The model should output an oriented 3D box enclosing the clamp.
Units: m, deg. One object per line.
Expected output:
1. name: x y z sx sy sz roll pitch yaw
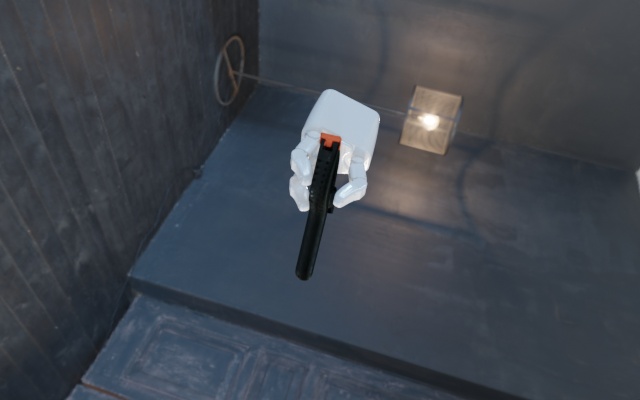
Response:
1. clamp: 0.001 0.002 0.675 0.036 0.164 0.210 13 -42 5
